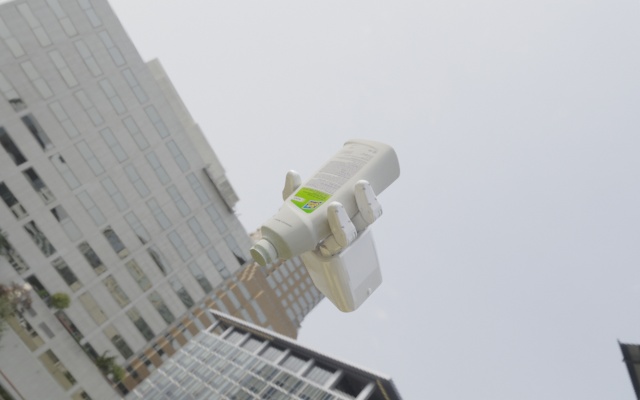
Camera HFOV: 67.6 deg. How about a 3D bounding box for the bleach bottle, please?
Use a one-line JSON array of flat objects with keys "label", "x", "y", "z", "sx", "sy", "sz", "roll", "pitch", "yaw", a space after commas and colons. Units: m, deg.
[{"label": "bleach bottle", "x": 0.000, "y": 0.002, "z": 0.657, "sx": 0.102, "sy": 0.068, "sz": 0.250, "roll": 14, "pitch": 42, "yaw": 45}]
